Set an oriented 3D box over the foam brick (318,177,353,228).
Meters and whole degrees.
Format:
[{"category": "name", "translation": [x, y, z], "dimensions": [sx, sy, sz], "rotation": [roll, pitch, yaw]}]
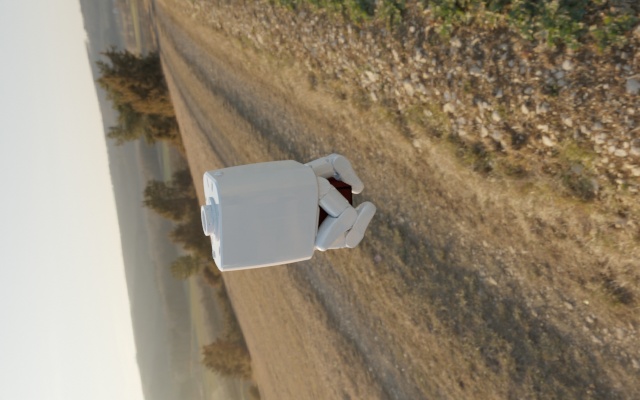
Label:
[{"category": "foam brick", "translation": [0.000, 0.002, 0.584], "dimensions": [0.051, 0.053, 0.078], "rotation": [-8, 15, -21]}]
